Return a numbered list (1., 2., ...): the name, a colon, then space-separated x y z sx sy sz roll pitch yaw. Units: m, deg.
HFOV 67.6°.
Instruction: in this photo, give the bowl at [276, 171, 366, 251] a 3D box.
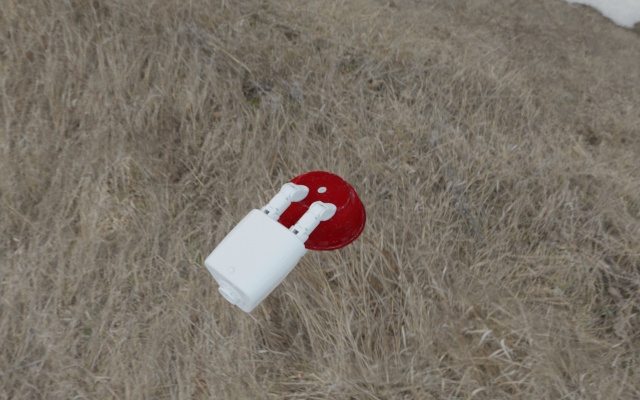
1. bowl: 0.001 0.001 0.783 0.162 0.162 0.055 0 -42 -9
